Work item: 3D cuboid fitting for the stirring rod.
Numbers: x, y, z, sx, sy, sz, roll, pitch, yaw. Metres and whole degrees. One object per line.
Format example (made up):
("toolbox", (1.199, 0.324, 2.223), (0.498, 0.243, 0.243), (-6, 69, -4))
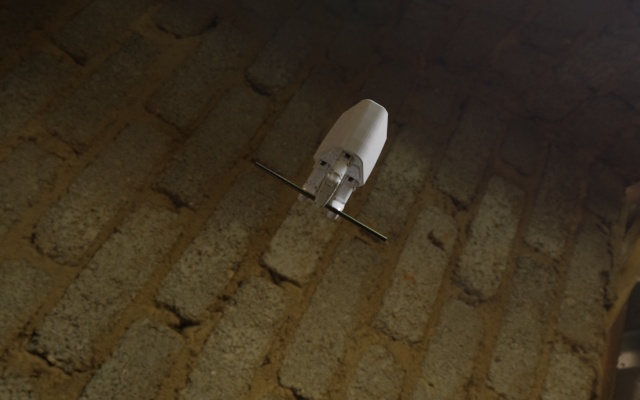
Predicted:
("stirring rod", (0.000, 0.002, 0.761), (0.239, 0.011, 0.011), (30, 0, 0))
